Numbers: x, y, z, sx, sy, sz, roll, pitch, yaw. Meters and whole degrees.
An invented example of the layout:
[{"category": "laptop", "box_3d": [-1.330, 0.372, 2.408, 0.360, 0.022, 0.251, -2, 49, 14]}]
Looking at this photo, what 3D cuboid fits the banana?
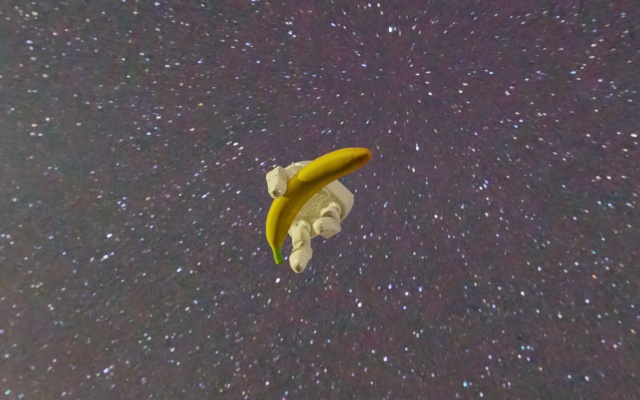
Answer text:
[{"category": "banana", "box_3d": [-0.016, -0.008, 0.645, 0.069, 0.198, 0.037, 41, 13, 10]}]
